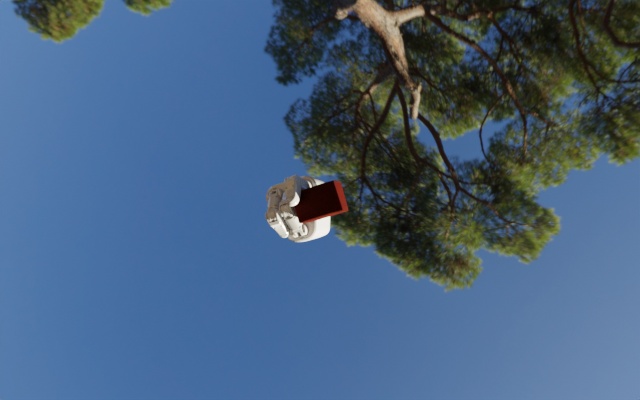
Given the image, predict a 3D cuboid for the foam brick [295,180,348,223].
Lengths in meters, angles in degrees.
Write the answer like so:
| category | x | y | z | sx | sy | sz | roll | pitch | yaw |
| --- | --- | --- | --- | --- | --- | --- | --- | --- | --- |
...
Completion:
| category | x | y | z | sx | sy | sz | roll | pitch | yaw |
| --- | --- | --- | --- | --- | --- | --- | --- | --- | --- |
| foam brick | 0.000 | 0.003 | 0.794 | 0.078 | 0.053 | 0.051 | -17 | -6 | 16 |
